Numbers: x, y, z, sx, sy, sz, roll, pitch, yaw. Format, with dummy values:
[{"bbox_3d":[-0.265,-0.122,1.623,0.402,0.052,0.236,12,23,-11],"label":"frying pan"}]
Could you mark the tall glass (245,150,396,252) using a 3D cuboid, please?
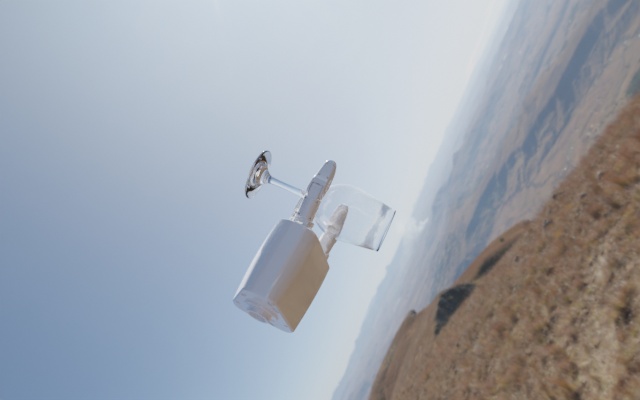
[{"bbox_3d":[0.000,0.002,0.663,0.201,0.079,0.079,23,4,11],"label":"tall glass"}]
